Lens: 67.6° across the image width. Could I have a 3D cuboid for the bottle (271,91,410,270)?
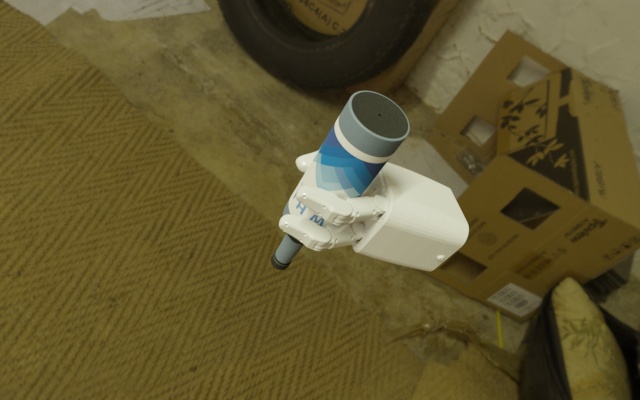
[{"bbox_3d":[0.000,0.002,0.565,0.069,0.069,0.296,0,-35,-28],"label":"bottle"}]
